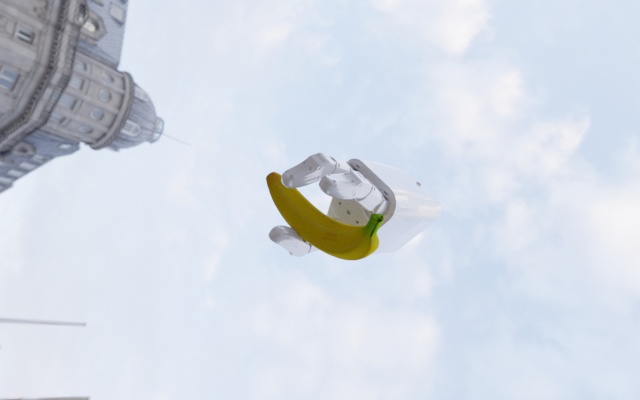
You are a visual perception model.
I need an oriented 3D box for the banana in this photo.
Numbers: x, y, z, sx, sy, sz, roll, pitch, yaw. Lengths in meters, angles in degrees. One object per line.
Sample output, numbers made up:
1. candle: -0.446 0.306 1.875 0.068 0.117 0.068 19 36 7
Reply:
1. banana: 0.001 0.020 0.520 0.037 0.070 0.197 -9 20 -38
